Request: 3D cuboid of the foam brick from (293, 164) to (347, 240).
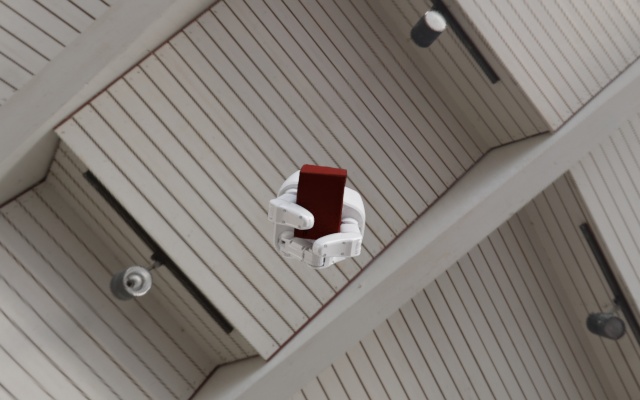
[{"bbox_3d":[0.000,0.002,0.543,0.053,0.078,0.051,7,15,3],"label":"foam brick"}]
